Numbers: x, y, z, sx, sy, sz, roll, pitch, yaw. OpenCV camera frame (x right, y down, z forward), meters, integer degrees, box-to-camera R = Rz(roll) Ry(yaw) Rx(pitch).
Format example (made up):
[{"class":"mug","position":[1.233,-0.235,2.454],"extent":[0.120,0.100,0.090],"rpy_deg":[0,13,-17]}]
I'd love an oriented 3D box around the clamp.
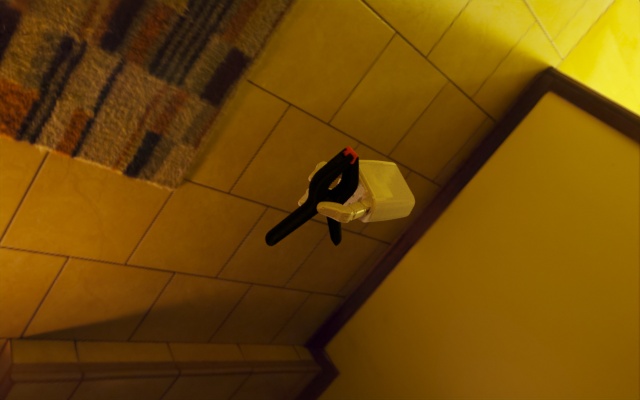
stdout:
[{"class":"clamp","position":[0.001,0.003,0.814],"extent":[0.164,0.210,0.036],"rpy_deg":[-4,40,-36]}]
